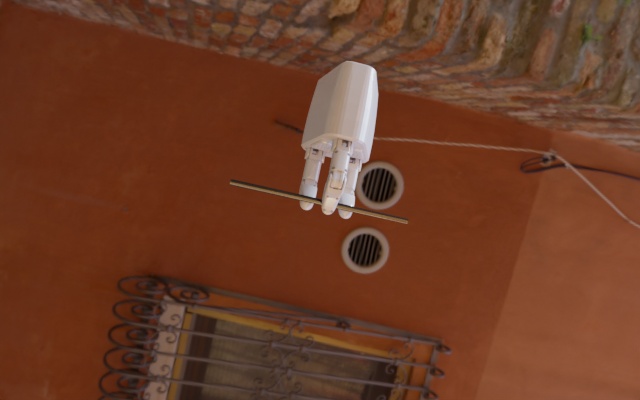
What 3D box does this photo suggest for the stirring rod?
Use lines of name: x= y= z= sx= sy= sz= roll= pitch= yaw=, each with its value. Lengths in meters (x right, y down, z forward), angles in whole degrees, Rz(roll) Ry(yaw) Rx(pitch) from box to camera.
stirring rod: x=0.000 y=0.002 z=0.631 sx=0.239 sy=0.011 sz=0.011 roll=13 pitch=-1 yaw=-6
